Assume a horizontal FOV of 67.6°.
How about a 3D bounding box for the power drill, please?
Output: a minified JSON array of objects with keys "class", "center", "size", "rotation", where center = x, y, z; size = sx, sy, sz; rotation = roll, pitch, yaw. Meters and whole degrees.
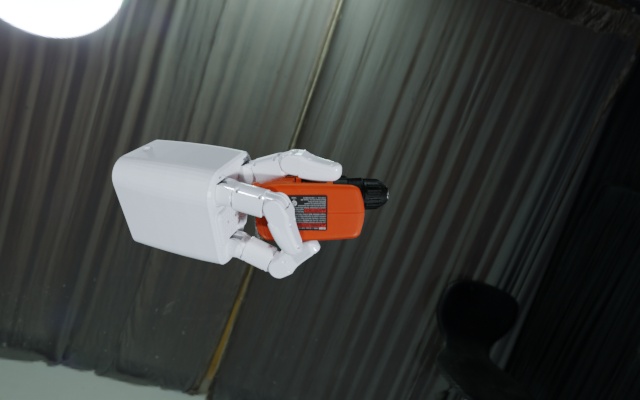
[{"class":"power drill","center":[0.000,0.002,0.545],"size":[0.184,0.057,0.187],"rotation":[-2,6,-3]}]
